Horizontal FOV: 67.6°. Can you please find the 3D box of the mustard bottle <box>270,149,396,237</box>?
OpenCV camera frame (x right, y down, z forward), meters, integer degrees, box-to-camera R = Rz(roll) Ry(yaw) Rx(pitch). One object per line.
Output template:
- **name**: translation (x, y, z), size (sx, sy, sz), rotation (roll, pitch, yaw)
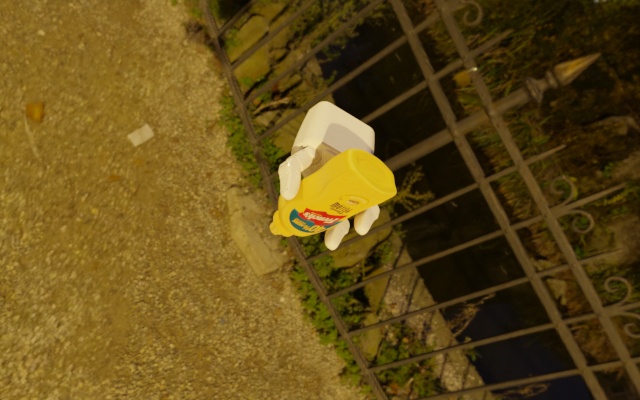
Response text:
- **mustard bottle**: translation (0.000, 0.002, 0.646), size (0.192, 0.058, 0.096), rotation (-29, -36, 34)
